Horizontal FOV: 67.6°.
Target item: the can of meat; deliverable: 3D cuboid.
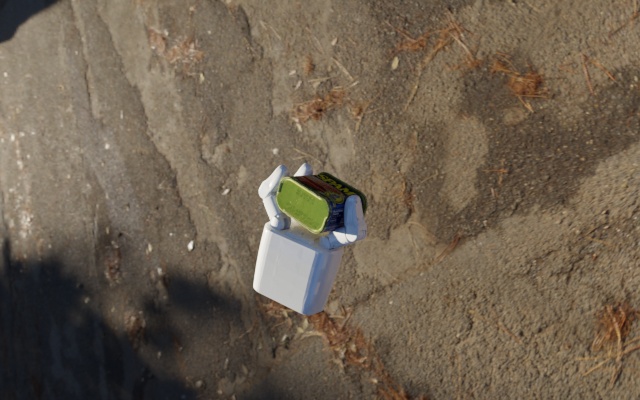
[{"bbox_3d":[0.000,0.002,0.671,0.102,0.057,0.084,32,25,33],"label":"can of meat"}]
